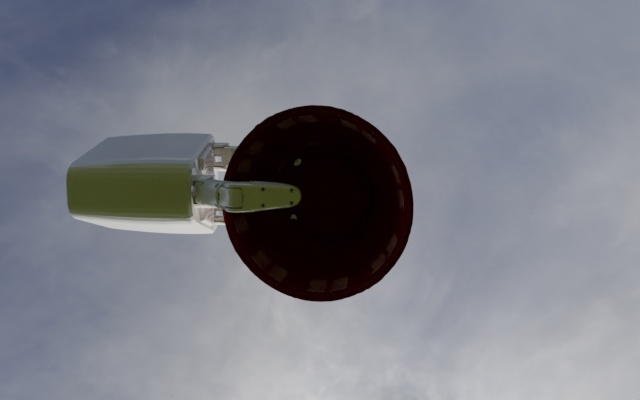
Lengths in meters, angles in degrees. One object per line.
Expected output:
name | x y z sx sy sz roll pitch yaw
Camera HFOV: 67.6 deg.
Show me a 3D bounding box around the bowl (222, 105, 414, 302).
bowl | 0.001 0.002 0.412 0.162 0.162 0.055 0 7 14
